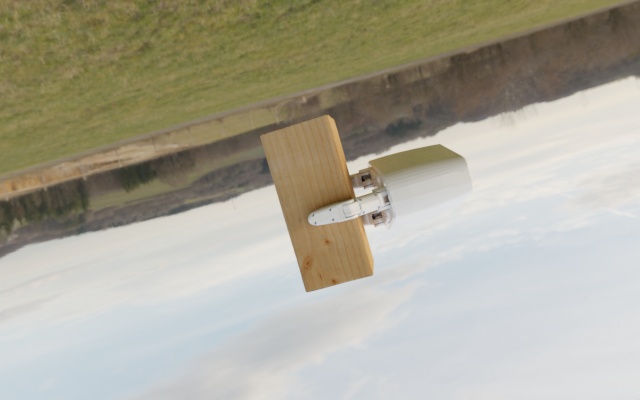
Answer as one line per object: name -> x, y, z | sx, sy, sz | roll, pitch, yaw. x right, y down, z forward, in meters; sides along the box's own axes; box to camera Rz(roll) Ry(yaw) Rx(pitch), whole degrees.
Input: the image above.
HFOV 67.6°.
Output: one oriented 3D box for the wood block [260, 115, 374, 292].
wood block -> 0.000, 0.002, 0.630 | 0.090, 0.206, 0.091 | -16, 3, 8
